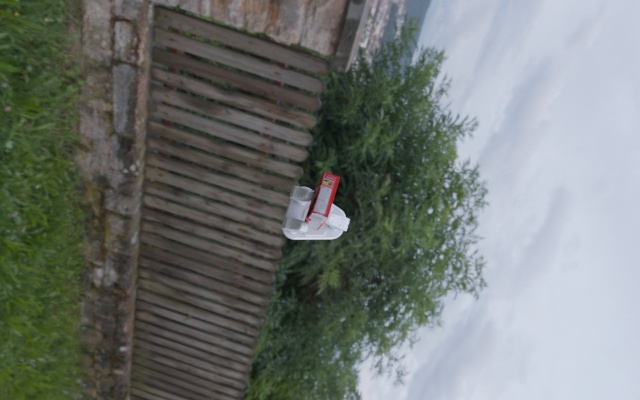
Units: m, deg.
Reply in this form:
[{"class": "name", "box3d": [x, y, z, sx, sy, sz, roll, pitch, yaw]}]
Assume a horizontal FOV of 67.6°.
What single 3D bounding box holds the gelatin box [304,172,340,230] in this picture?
[{"class": "gelatin box", "box3d": [0.001, 0.003, 0.787, 0.030, 0.073, 0.089, 19, -19, -5]}]
